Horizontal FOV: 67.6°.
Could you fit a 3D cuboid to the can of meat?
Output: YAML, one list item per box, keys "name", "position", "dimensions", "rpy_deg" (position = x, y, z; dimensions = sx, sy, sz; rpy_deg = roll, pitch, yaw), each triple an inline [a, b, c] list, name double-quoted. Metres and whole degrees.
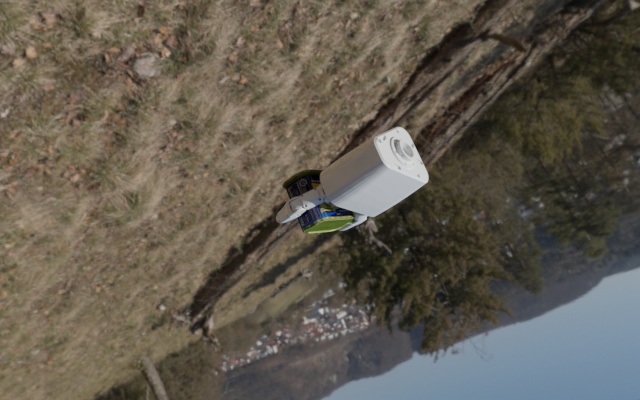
- name: "can of meat"
  position: [0.000, 0.003, 0.745]
  dimensions: [0.057, 0.084, 0.102]
  rpy_deg: [-33, -19, 34]
